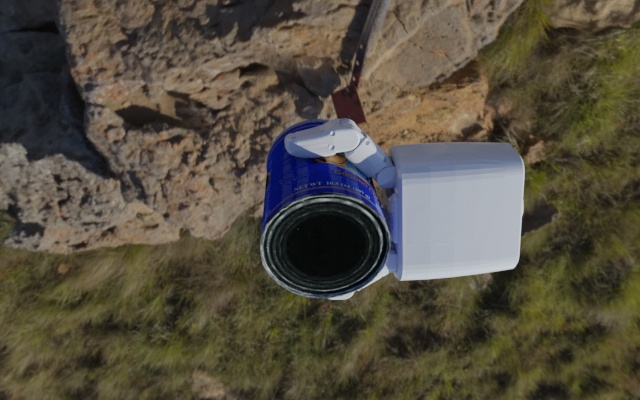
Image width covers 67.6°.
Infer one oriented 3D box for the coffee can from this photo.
[{"bbox_3d":[0.000,0.001,0.428,0.103,0.103,0.140,0,32,-4],"label":"coffee can"}]
